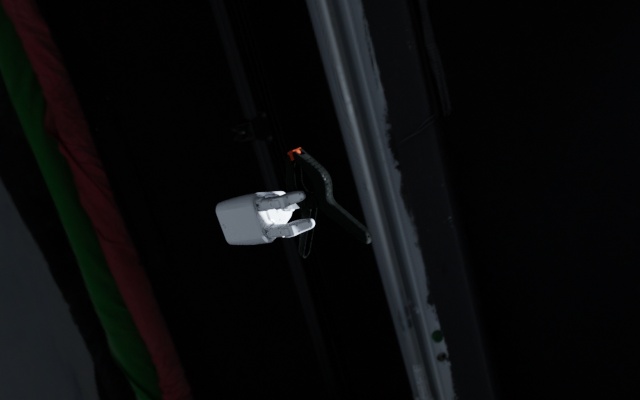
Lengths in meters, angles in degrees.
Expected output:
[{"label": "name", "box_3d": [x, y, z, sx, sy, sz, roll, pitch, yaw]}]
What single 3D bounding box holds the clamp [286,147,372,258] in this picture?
[{"label": "clamp", "box_3d": [0.000, 0.002, 0.869, 0.164, 0.210, 0.036, -9, 14, 35]}]
